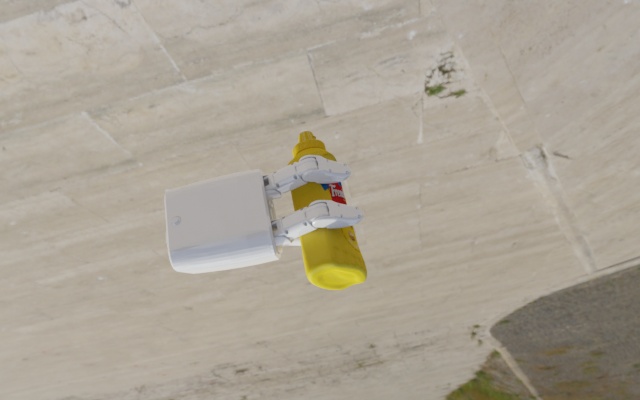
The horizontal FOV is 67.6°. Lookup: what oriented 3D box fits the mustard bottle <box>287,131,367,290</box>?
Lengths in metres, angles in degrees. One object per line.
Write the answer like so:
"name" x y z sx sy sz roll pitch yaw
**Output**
"mustard bottle" 0.000 0.002 0.551 0.058 0.191 0.096 -23 -28 19
